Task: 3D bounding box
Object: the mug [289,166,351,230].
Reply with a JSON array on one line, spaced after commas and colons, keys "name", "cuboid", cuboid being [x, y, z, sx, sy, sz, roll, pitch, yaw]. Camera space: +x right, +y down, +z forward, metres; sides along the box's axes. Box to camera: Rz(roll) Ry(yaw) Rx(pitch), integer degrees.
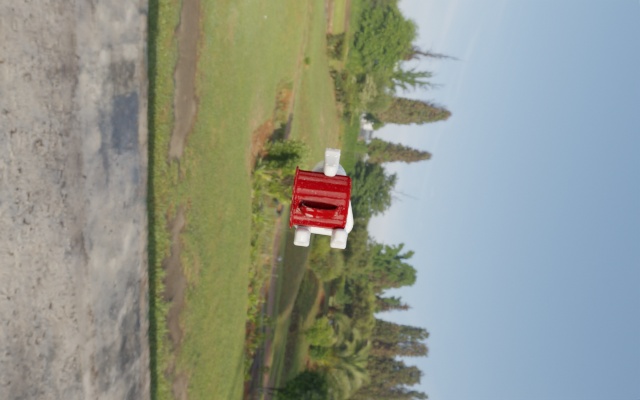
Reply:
[{"name": "mug", "cuboid": [0.000, 0.003, 0.691, 0.081, 0.093, 0.117, 7, 13, 0]}]
